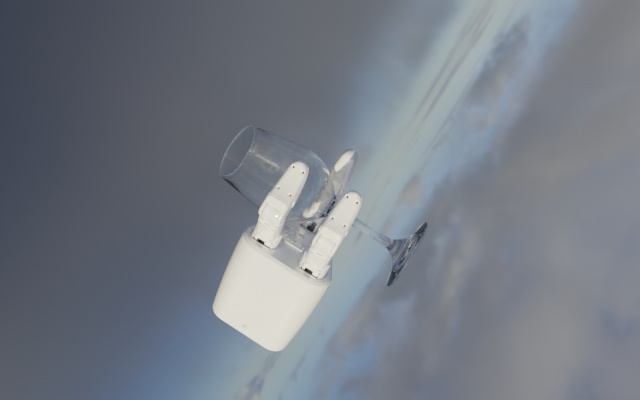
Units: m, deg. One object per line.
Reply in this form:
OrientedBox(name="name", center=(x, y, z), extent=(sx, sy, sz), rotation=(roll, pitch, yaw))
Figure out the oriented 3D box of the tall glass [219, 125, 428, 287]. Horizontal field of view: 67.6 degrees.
OrientedBox(name="tall glass", center=(0.001, 0.002, 0.474), extent=(0.201, 0.079, 0.079), rotation=(32, 3, 5))
